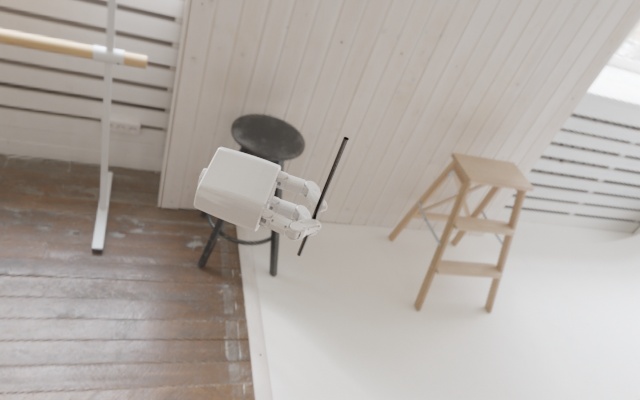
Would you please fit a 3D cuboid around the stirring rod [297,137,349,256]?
[{"bbox_3d":[0.000,0.003,0.743,0.011,0.240,0.011,14,37,-11],"label":"stirring rod"}]
